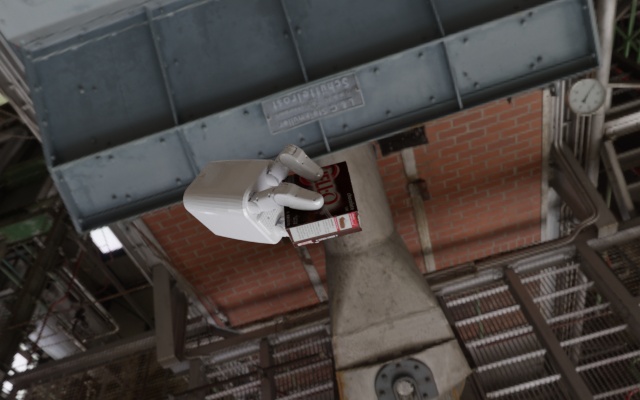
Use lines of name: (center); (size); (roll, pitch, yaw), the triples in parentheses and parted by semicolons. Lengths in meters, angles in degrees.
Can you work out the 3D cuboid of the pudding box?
pudding box: (0.000, 0.002, 0.609); (0.090, 0.039, 0.113); (-15, 39, 5)
